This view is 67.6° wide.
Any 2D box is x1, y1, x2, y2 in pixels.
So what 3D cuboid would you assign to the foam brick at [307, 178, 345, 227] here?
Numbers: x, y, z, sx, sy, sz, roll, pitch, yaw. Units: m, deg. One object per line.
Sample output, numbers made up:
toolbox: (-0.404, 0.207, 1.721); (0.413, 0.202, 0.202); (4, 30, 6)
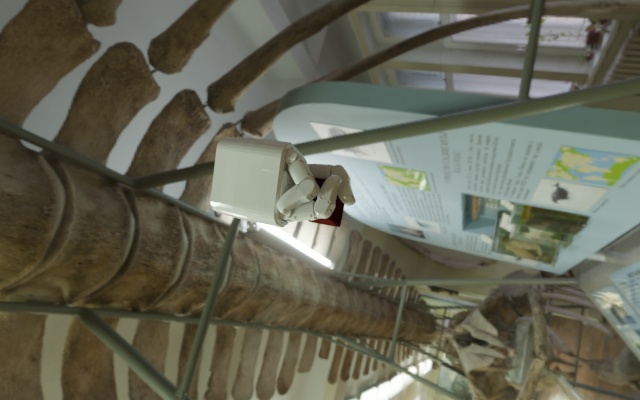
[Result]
foam brick: (0.000, 0.002, 0.695); (0.051, 0.053, 0.078); (8, -13, 20)
